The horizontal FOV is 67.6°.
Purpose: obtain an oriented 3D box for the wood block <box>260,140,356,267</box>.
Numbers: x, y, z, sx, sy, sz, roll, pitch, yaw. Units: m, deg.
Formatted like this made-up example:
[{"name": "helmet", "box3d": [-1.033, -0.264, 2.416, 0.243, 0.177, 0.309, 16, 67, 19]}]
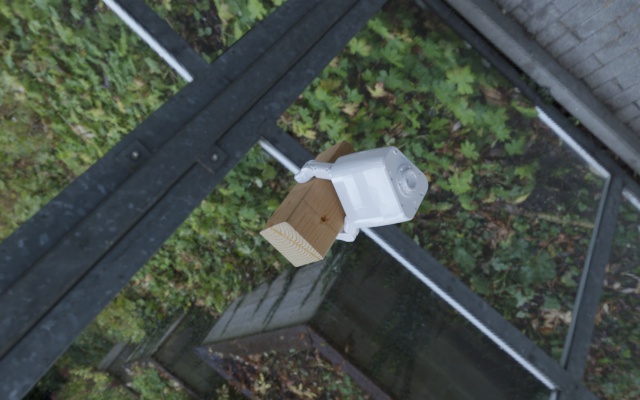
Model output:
[{"name": "wood block", "box3d": [0.000, 0.003, 0.831, 0.090, 0.091, 0.206, -24, 25, 52]}]
